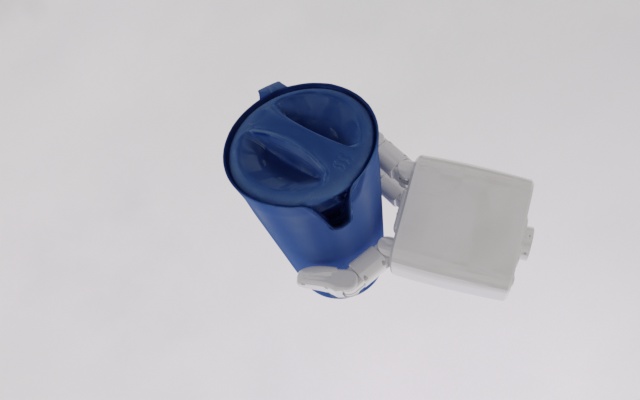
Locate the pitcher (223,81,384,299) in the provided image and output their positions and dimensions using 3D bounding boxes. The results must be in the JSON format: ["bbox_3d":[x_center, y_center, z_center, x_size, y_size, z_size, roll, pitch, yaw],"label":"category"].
[{"bbox_3d":[0.000,0.002,0.497,0.145,0.149,0.243,12,-28,20],"label":"pitcher"}]
